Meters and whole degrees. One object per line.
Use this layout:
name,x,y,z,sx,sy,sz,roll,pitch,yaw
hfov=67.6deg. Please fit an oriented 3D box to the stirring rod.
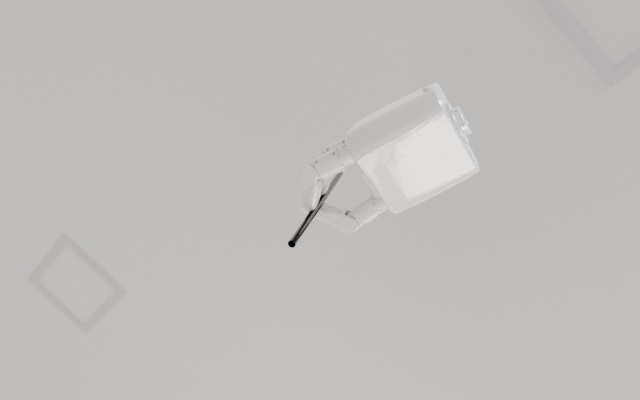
stirring rod,0.000,0.002,0.581,0.011,0.011,0.239,0,20,15
